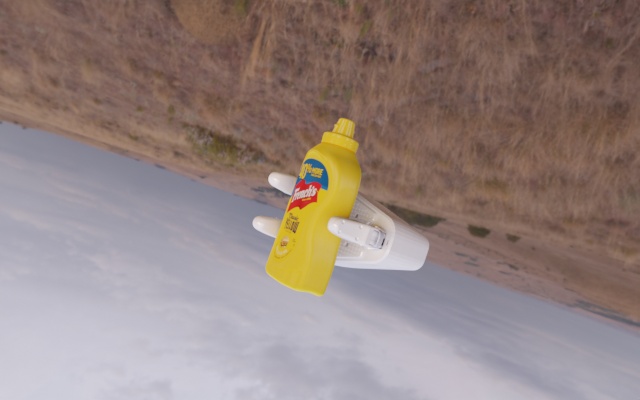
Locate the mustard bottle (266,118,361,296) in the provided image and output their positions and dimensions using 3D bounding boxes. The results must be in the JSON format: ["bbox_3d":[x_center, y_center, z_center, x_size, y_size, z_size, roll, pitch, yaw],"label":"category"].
[{"bbox_3d":[0.000,0.002,0.529,0.058,0.191,0.096,20,-2,-26],"label":"mustard bottle"}]
